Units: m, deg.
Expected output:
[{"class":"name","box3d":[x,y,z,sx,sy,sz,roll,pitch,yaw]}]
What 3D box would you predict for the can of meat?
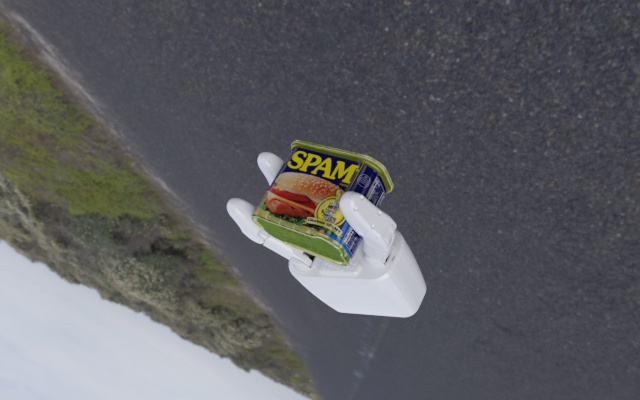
[{"class":"can of meat","box3d":[0.000,0.002,0.427,0.102,0.084,0.057,17,-23,32]}]
